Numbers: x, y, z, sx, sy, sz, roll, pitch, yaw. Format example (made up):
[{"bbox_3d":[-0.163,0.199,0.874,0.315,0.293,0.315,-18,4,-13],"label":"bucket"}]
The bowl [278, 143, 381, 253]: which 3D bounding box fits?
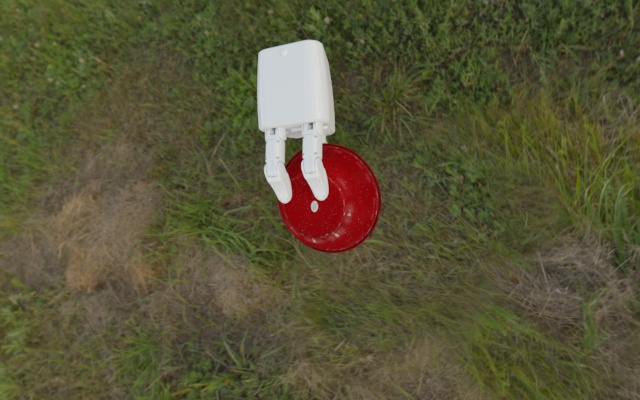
[{"bbox_3d":[0.000,0.004,0.667,0.162,0.162,0.055,0,10,23],"label":"bowl"}]
